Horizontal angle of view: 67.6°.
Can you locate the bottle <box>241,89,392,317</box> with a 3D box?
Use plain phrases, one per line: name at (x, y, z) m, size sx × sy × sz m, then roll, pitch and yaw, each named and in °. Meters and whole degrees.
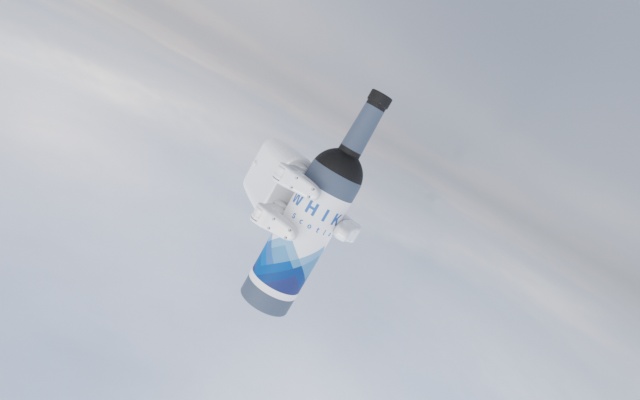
bottle at (0.000, 0.002, 0.581) m, size 0.069 × 0.296 × 0.069 m, roll 29°, pitch 10°, yaw -6°
